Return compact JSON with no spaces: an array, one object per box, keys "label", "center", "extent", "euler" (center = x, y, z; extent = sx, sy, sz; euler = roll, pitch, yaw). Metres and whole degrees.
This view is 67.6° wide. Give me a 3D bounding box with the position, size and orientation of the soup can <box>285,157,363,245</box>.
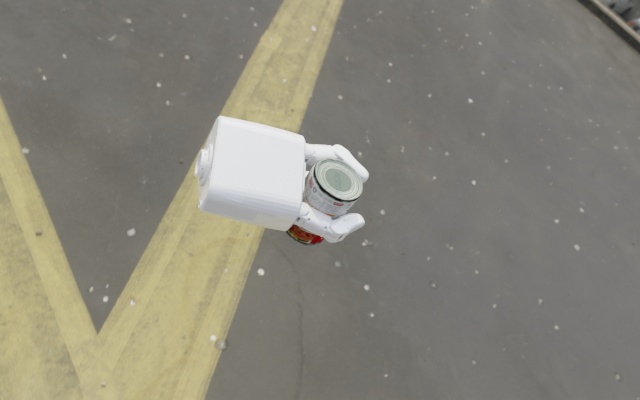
[{"label":"soup can","center":[0.001,0.002,0.604],"extent":[0.068,0.068,0.102],"euler":[0,-35,-32]}]
